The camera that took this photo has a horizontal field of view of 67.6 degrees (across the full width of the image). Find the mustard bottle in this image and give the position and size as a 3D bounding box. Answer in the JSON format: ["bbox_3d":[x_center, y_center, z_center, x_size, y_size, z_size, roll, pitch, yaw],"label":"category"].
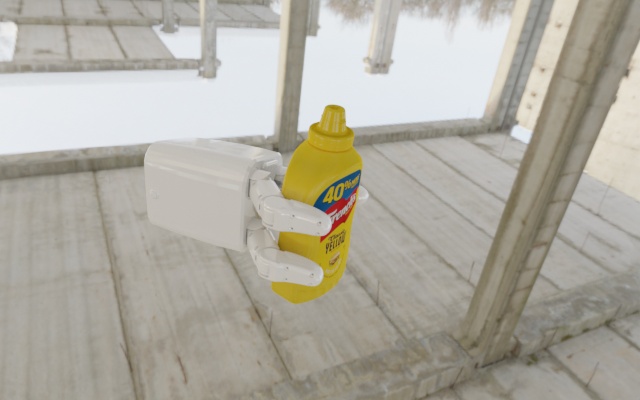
[{"bbox_3d":[0.000,0.002,0.459,0.058,0.192,0.096,27,35,30],"label":"mustard bottle"}]
